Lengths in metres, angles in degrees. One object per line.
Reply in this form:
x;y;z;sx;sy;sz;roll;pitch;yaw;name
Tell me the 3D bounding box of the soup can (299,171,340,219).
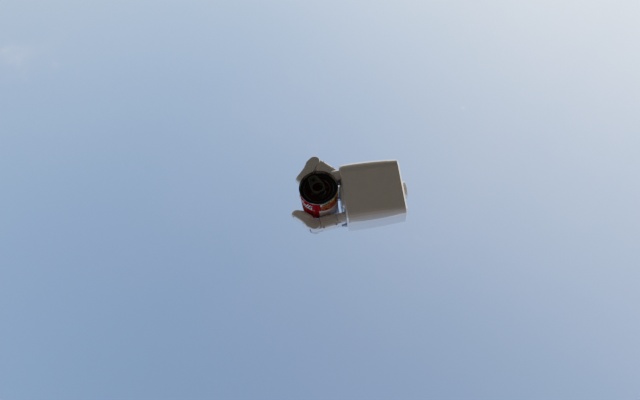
0.000;0.003;0.854;0.068;0.068;0.102;0;-30;5;soup can
